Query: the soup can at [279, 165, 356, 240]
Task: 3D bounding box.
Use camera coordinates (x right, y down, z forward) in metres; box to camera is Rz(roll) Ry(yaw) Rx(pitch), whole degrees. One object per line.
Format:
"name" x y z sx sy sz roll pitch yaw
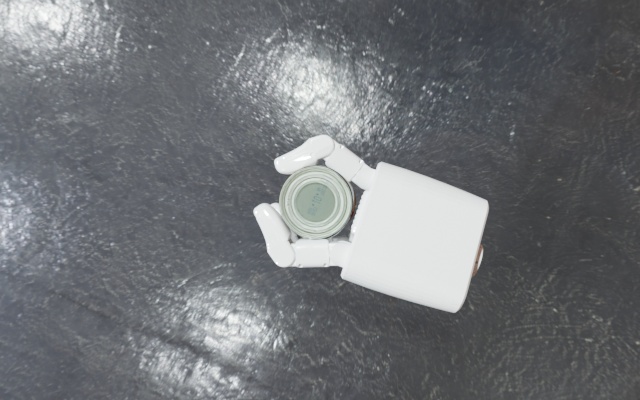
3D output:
"soup can" 0.000 0.001 0.467 0.068 0.068 0.102 0 1 5
